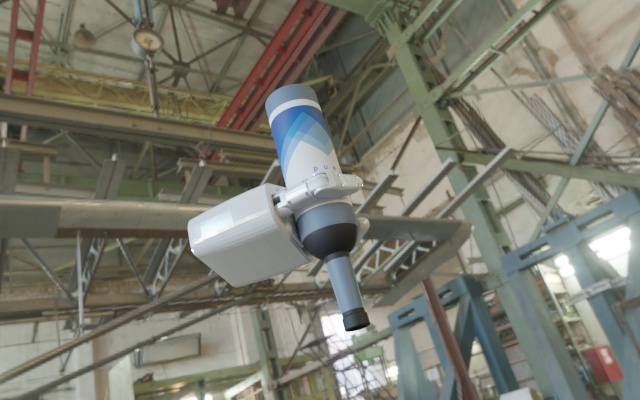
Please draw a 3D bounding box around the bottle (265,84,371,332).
[{"bbox_3d":[0.000,0.002,0.546,0.069,0.295,0.069,-14,-25,-6],"label":"bottle"}]
